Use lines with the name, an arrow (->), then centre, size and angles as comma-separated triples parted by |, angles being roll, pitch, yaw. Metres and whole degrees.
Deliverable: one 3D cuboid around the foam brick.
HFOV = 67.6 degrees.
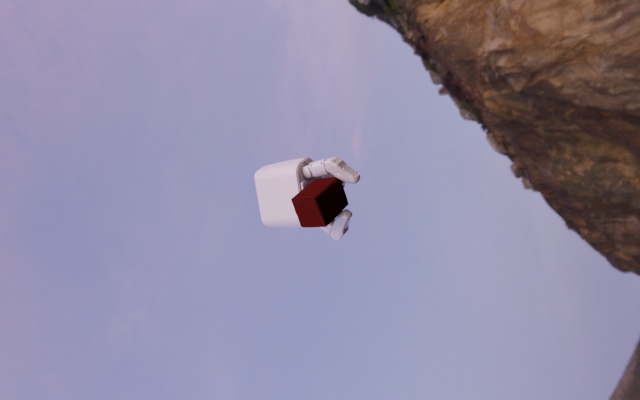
foam brick -> 0.000, 0.003, 0.765 | 0.051, 0.053, 0.078 | -3, 25, 36
